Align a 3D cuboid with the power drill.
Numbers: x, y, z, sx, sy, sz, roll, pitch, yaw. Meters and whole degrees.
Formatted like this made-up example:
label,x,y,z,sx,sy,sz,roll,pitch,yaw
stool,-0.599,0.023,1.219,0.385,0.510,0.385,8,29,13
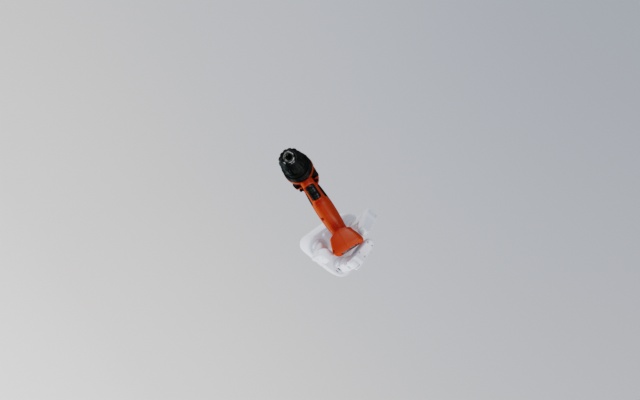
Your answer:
label,x,y,z,sx,sy,sz,roll,pitch,yaw
power drill,0.000,0.003,0.813,0.057,0.187,0.184,-32,-12,4
